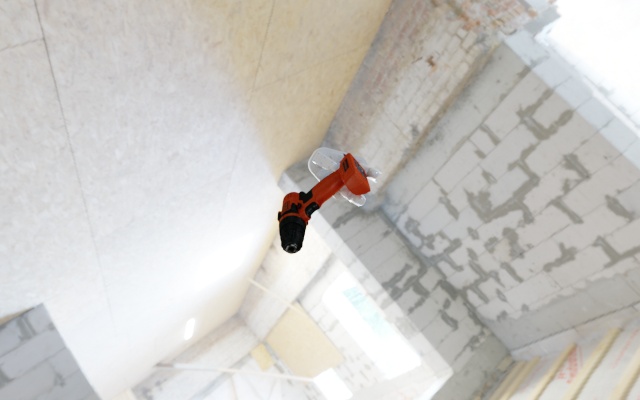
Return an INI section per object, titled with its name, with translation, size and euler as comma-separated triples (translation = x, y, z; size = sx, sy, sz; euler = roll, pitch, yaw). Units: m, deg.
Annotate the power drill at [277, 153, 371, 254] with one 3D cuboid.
[power drill]
translation = 0.001, 0.003, 0.884
size = 0.188, 0.057, 0.184
euler = -34, 26, 15
